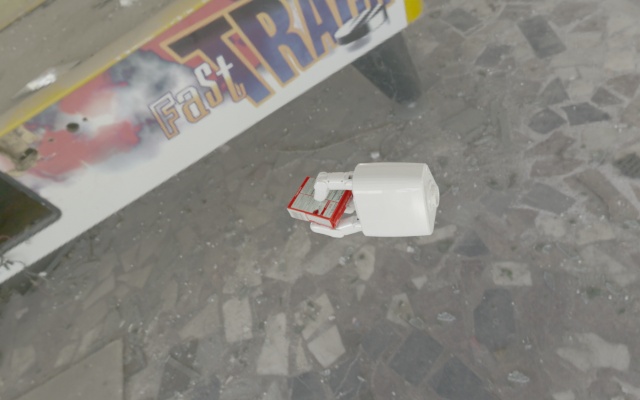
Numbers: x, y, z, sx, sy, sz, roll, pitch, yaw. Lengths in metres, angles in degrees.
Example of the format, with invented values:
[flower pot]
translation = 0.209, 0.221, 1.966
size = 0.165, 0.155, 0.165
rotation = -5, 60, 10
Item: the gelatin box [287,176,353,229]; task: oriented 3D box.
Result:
[gelatin box]
translation = 0.000, 0.002, 0.798
size = 0.089, 0.073, 0.030
rotation = 14, -32, 29
